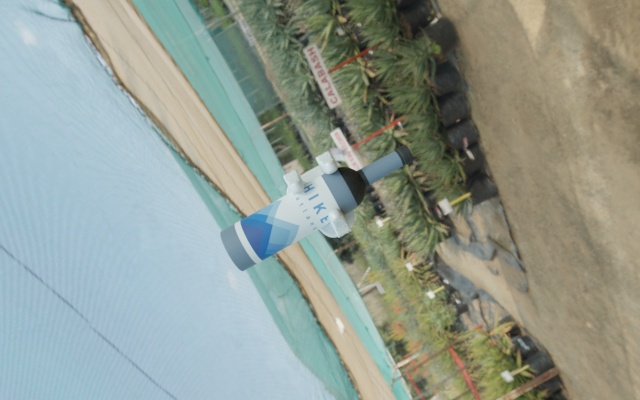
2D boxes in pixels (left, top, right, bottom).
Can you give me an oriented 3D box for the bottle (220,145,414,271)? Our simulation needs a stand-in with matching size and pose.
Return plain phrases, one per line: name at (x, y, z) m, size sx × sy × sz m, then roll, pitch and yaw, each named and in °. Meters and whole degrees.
bottle at (0.000, 0.002, 0.692) m, size 0.296 × 0.069 × 0.069 m, roll -29°, pitch 0°, yaw 0°
